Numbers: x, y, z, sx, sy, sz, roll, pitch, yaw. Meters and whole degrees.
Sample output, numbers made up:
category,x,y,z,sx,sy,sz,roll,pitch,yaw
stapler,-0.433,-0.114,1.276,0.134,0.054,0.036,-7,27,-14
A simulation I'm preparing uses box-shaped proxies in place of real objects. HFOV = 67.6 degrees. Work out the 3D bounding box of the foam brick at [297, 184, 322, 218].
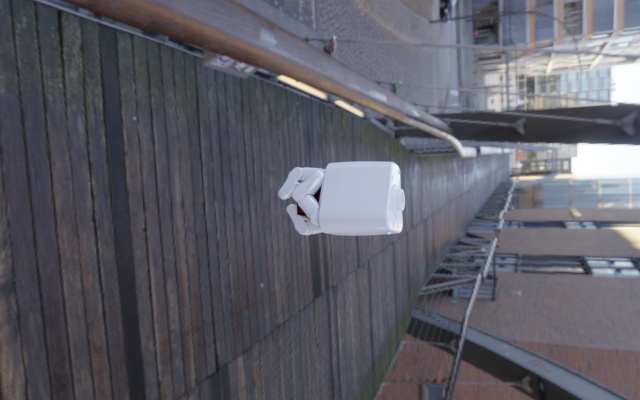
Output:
category,x,y,z,sx,sy,sz,roll,pitch,yaw
foam brick,0.000,0.003,0.791,0.051,0.053,0.078,-2,-8,22
